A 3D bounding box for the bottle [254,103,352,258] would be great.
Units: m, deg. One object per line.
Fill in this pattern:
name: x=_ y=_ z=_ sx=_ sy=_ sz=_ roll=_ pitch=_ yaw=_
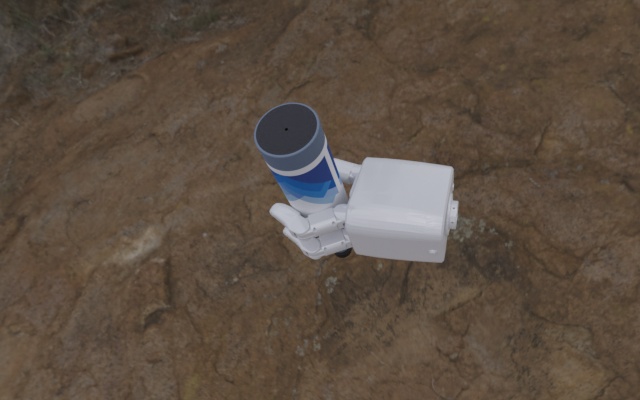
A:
bottle: x=0.000 y=0.002 z=0.586 sx=0.069 sy=0.069 sz=0.296 roll=0 pitch=-29 yaw=15
